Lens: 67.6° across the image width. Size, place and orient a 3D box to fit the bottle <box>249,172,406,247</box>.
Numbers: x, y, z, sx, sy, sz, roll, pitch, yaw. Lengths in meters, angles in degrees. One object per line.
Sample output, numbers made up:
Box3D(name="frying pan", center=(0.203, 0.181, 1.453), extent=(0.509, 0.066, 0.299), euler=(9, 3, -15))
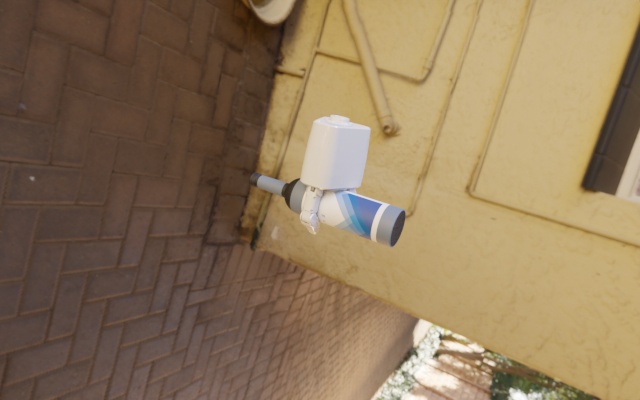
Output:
Box3D(name="bottle", center=(0.000, 0.003, 0.842), extent=(0.295, 0.069, 0.069), euler=(19, 8, 24))
